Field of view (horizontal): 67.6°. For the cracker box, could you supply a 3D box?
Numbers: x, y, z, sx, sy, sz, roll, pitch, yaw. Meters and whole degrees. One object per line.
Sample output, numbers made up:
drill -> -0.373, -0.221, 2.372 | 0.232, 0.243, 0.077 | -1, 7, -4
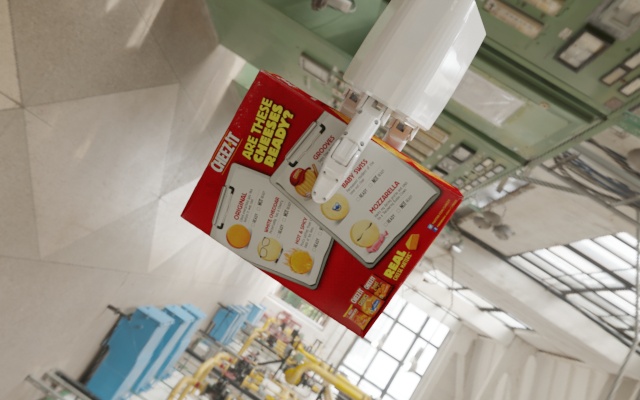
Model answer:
cracker box -> 0.000, 0.002, 0.464 | 0.213, 0.164, 0.072 | 33, 13, 4
